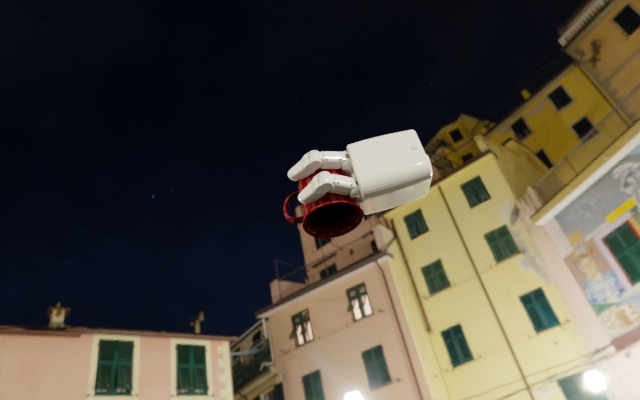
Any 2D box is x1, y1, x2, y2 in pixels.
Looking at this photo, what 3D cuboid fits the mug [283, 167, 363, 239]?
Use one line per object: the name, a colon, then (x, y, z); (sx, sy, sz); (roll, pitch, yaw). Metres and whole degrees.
mug: (-0.001, 0.003, 0.737); (0.117, 0.081, 0.093); (-15, -37, 2)
